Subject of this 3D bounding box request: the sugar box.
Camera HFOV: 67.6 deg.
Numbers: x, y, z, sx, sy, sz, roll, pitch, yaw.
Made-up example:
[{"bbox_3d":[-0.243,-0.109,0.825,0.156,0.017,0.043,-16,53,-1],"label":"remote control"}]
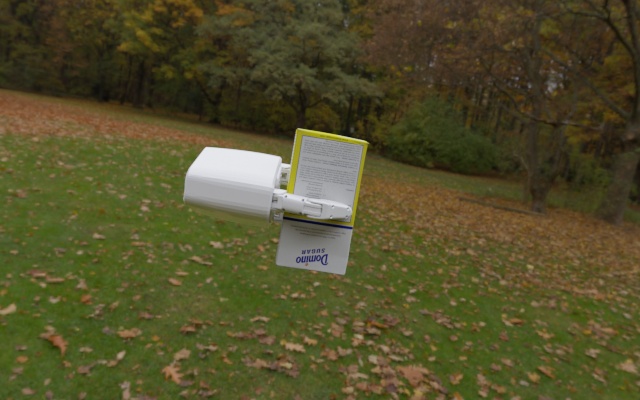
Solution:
[{"bbox_3d":[0.000,0.002,0.619,0.093,0.176,0.048,10,9,-6],"label":"sugar box"}]
